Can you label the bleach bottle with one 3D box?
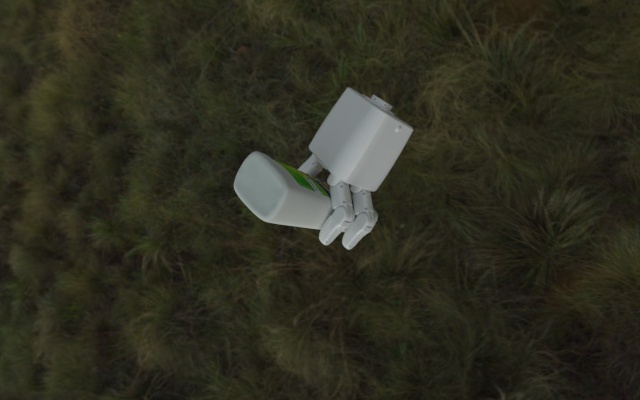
[{"bbox_3d":[0.000,0.002,0.697,0.251,0.068,0.102,14,23,-50],"label":"bleach bottle"}]
